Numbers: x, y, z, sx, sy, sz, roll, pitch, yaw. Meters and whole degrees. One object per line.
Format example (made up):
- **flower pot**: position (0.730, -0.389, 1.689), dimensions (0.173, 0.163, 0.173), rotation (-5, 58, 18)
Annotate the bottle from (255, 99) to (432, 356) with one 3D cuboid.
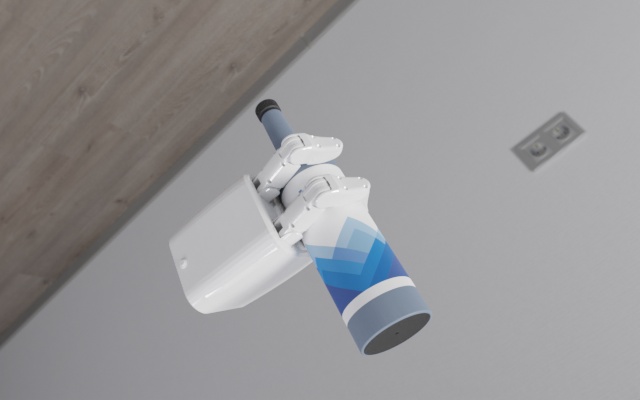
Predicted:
- **bottle**: position (0.000, 0.002, 0.465), dimensions (0.069, 0.295, 0.069), rotation (-21, -34, -15)
